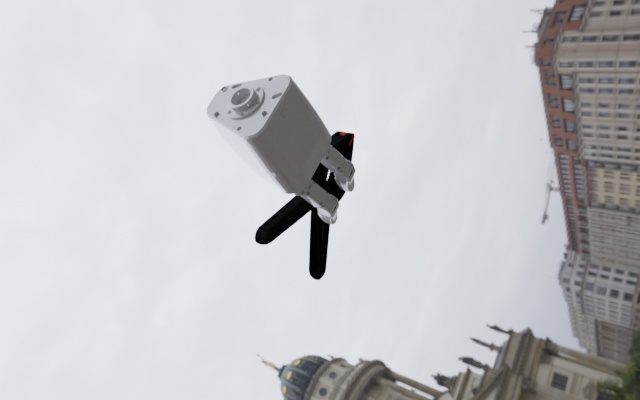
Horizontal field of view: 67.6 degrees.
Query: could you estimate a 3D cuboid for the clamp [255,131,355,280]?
[{"bbox_3d":[0.000,0.001,0.662,0.036,0.210,0.165,14,-24,32],"label":"clamp"}]
